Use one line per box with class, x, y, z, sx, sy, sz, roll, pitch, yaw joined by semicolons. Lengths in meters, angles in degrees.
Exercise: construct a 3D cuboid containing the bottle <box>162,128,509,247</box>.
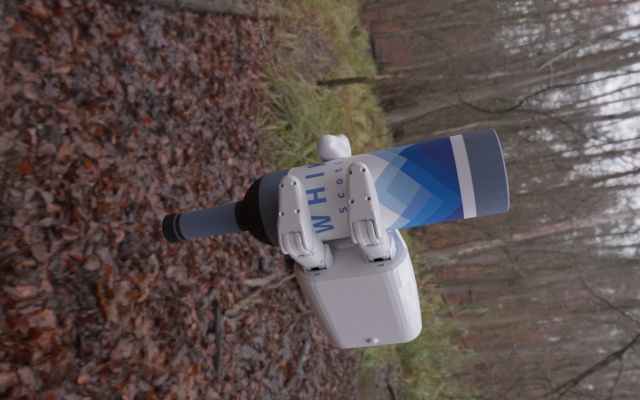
bottle;0.000;0.001;0.409;0.296;0.069;0.069;-10;-3;14
